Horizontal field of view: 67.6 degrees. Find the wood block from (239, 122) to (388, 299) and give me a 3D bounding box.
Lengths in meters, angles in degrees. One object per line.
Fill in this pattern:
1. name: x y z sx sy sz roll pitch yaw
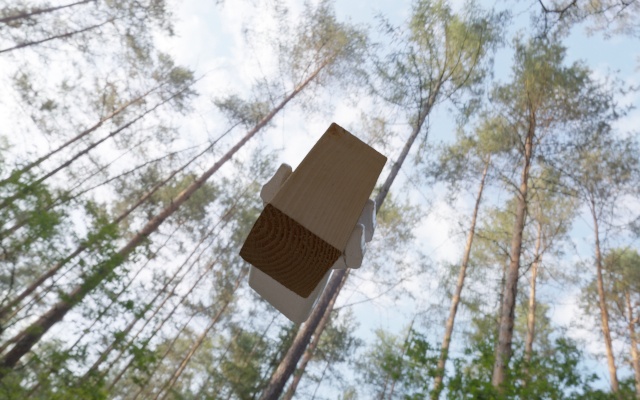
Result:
1. wood block: 0.000 0.002 0.569 0.091 0.090 0.206 33 38 -1
